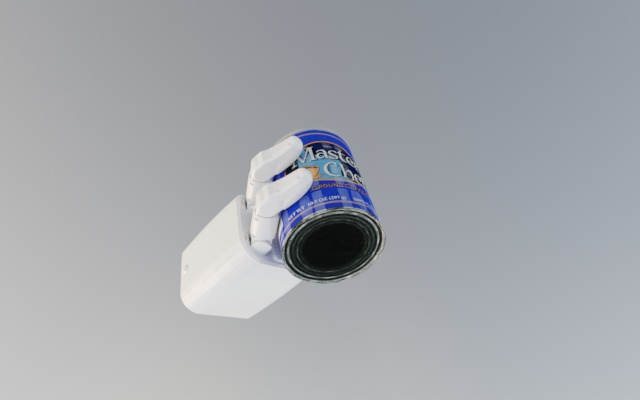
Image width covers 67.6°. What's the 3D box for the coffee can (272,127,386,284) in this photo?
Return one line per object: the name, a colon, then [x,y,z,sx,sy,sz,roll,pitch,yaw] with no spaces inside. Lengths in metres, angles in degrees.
coffee can: [0.000,0.001,0.508,0.103,0.103,0.140,0,40,-14]
